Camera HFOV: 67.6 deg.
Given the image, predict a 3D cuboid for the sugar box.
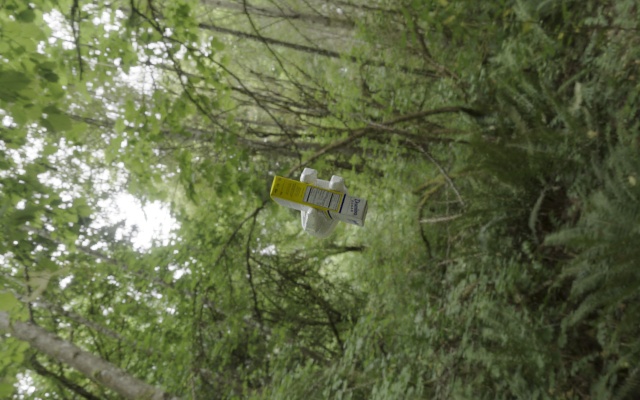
[{"bbox_3d":[0.000,0.002,0.895,0.176,0.048,0.093,13,-10,8],"label":"sugar box"}]
